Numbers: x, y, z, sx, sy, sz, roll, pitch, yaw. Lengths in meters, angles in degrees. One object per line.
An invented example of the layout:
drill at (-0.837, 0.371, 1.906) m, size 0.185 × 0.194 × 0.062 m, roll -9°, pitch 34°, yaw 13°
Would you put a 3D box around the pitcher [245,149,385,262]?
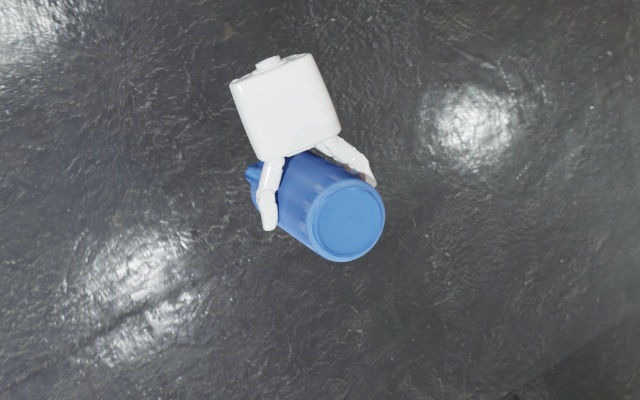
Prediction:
pitcher at (0.000, 0.002, 0.694) m, size 0.149 × 0.145 × 0.242 m, roll -26°, pitch 22°, yaw -15°
